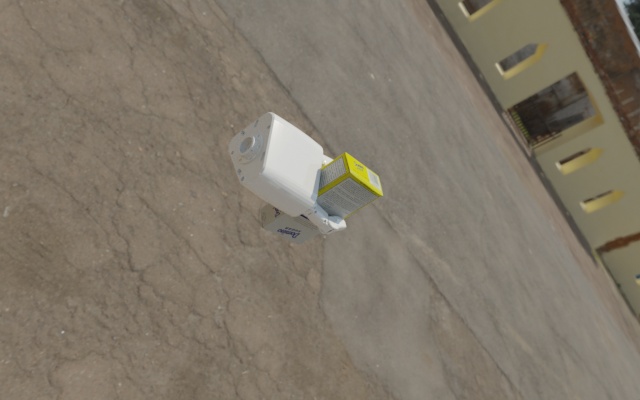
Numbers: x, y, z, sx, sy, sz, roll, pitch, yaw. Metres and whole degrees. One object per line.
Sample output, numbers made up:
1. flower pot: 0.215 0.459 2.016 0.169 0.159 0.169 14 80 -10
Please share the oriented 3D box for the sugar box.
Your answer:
1. sugar box: 0.000 0.002 0.747 0.176 0.048 0.093 -29 -39 27
